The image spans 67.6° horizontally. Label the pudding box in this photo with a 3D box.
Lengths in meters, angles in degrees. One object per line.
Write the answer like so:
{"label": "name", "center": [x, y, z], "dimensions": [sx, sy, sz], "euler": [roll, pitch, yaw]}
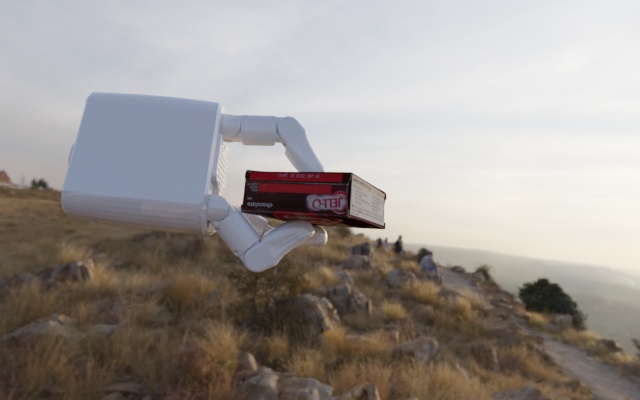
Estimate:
{"label": "pudding box", "center": [0.000, 0.001, 0.404], "dimensions": [0.090, 0.039, 0.113], "euler": [3, -4, 22]}
